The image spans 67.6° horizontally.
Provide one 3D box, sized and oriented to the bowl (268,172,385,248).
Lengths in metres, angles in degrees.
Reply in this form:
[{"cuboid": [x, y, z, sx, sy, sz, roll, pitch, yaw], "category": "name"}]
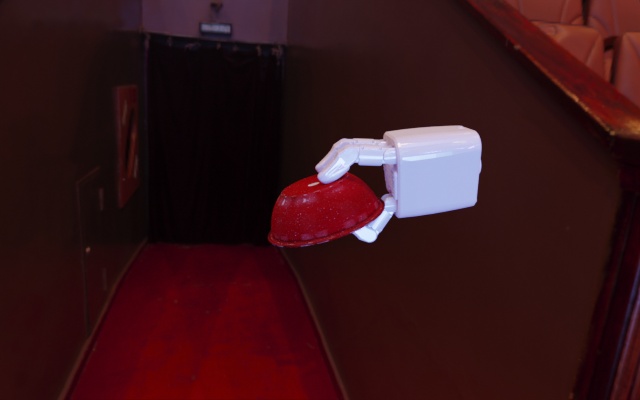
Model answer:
[{"cuboid": [-0.001, 0.002, 0.625, 0.162, 0.055, 0.162, -16, 16, 5], "category": "bowl"}]
